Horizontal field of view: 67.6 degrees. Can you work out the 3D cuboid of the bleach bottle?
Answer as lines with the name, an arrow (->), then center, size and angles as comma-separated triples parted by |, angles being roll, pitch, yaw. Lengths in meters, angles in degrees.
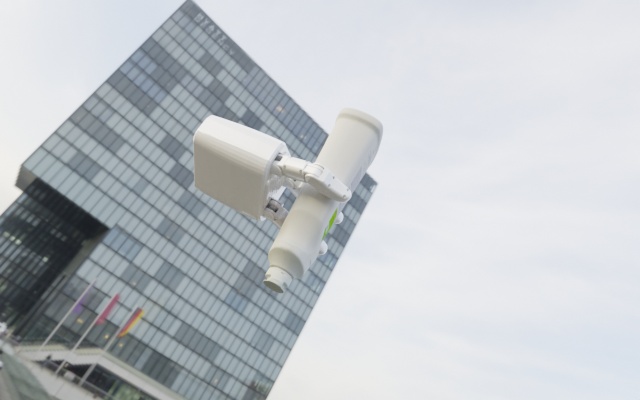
bleach bottle -> 0.000, 0.002, 0.614 | 0.068, 0.250, 0.103 | 24, -28, 11
